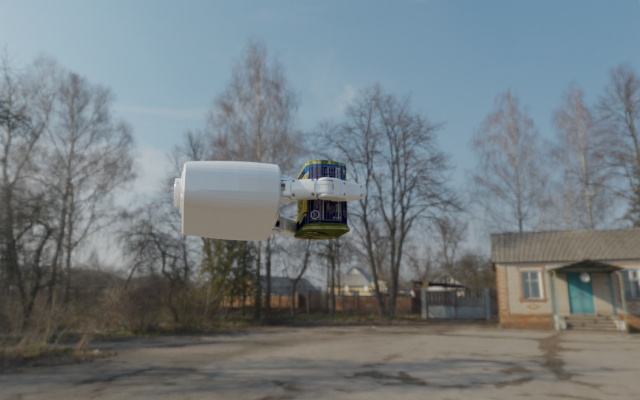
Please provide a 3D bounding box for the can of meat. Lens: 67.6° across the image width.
[{"bbox_3d":[0.000,0.002,0.603,0.057,0.084,0.102,2,-12,-11],"label":"can of meat"}]
